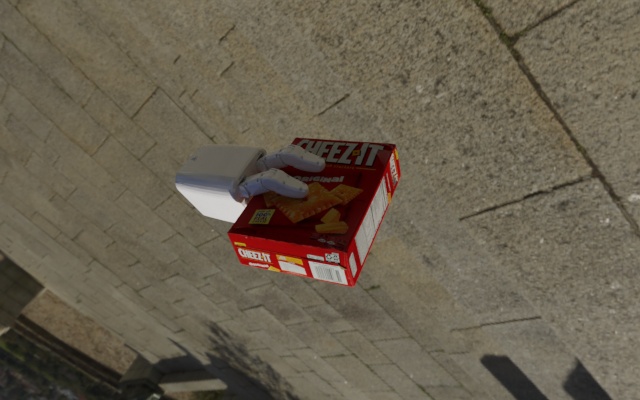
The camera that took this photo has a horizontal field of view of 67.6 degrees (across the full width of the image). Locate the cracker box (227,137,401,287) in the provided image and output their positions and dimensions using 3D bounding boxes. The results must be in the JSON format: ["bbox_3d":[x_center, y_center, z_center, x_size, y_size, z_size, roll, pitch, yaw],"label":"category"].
[{"bbox_3d":[0.000,0.002,0.650,0.164,0.072,0.213,8,45,24],"label":"cracker box"}]
